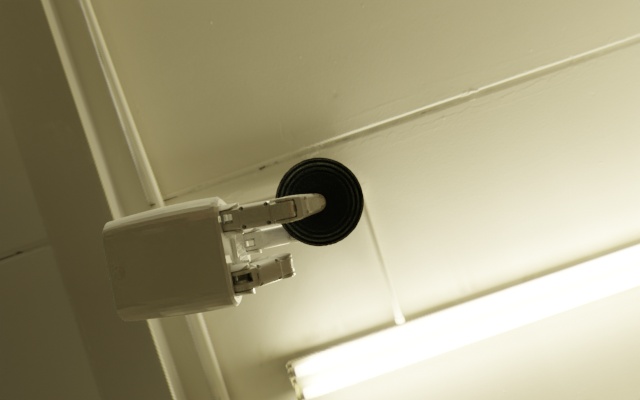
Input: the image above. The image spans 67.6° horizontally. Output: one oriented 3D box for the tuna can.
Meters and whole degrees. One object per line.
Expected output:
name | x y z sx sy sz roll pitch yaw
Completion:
tuna can | 0.000 0.002 0.474 0.086 0.086 0.034 0 -1 5
